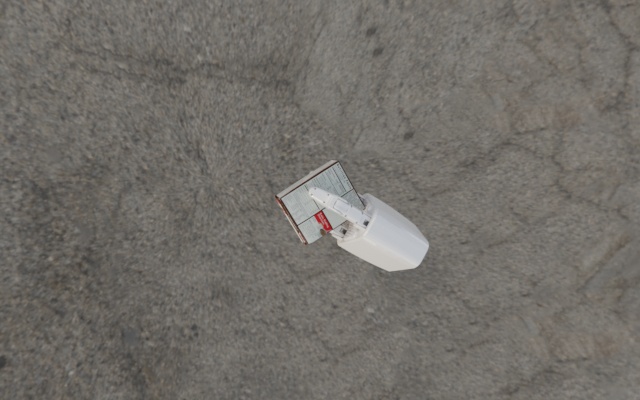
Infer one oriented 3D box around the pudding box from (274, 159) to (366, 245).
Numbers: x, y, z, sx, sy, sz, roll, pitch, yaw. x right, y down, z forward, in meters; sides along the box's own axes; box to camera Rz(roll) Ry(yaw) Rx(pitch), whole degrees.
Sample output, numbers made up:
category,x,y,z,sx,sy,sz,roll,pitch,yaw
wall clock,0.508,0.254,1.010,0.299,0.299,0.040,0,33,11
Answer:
category,x,y,z,sx,sy,sz,roll,pitch,yaw
pudding box,0.000,0.002,0.737,0.113,0.090,0.039,-33,13,-11
